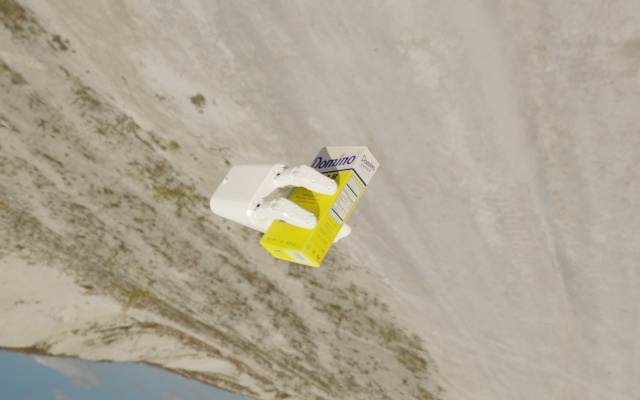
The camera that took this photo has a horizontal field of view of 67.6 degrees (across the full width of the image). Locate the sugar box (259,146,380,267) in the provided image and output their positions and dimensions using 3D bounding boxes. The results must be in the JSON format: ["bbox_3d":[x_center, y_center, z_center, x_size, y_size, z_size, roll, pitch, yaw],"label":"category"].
[{"bbox_3d":[0.000,0.002,0.654,0.093,0.176,0.048,6,-31,47],"label":"sugar box"}]
